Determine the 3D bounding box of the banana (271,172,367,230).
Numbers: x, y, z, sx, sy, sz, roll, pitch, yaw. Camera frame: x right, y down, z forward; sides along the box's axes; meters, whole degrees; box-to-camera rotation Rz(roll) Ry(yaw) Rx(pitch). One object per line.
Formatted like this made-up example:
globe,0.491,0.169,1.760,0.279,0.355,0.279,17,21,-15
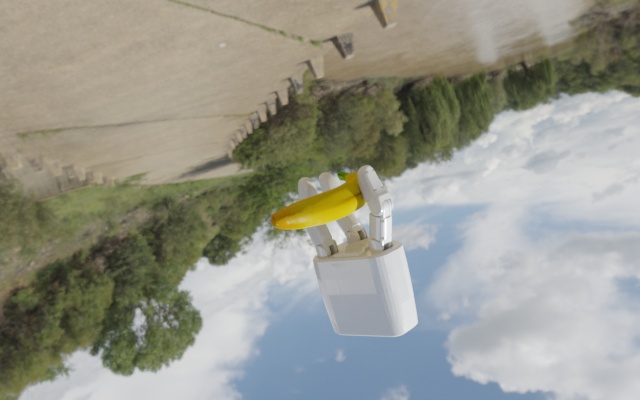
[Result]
banana,0.018,-0.001,0.571,0.069,0.037,0.197,-7,12,28
